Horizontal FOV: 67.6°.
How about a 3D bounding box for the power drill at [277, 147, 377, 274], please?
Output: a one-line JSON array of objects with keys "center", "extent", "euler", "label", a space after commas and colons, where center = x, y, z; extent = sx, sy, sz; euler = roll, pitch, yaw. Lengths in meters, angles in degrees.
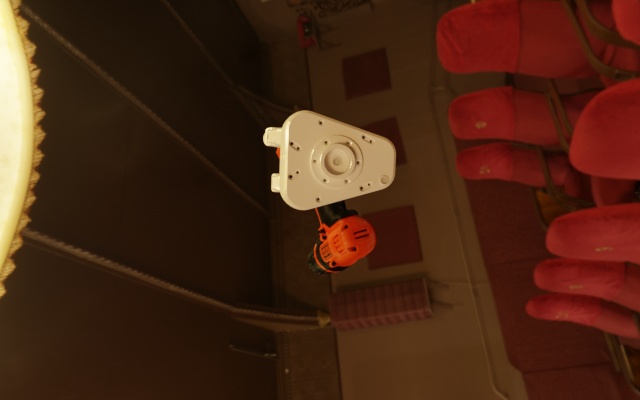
[{"center": [0.000, 0.002, 0.629], "extent": [0.057, 0.187, 0.184], "euler": [-17, -11, -22], "label": "power drill"}]
